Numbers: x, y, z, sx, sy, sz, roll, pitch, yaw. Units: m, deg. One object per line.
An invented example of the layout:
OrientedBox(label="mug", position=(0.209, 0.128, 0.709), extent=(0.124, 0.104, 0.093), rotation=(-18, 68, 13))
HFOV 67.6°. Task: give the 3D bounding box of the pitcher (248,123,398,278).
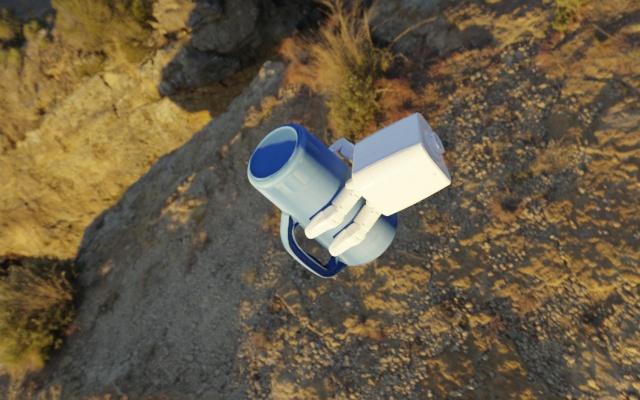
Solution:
OrientedBox(label="pitcher", position=(0.000, 0.002, 0.732), extent=(0.145, 0.149, 0.243), rotation=(-27, -45, 25))
